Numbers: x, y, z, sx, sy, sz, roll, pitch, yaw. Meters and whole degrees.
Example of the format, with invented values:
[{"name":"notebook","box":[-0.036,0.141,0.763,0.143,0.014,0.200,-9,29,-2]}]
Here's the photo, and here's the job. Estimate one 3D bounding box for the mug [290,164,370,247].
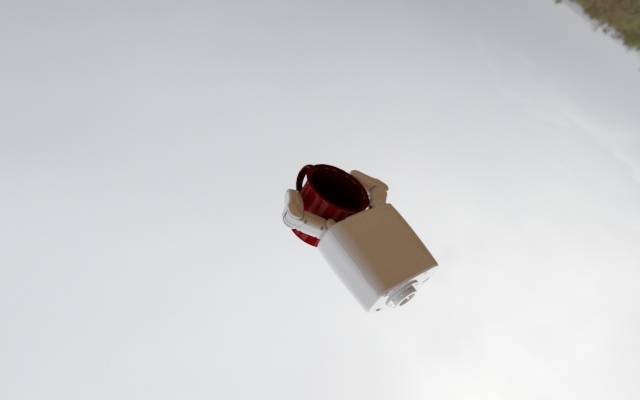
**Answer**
[{"name":"mug","box":[-0.001,0.001,0.655,0.093,0.081,0.117,-7,50,-43]}]
